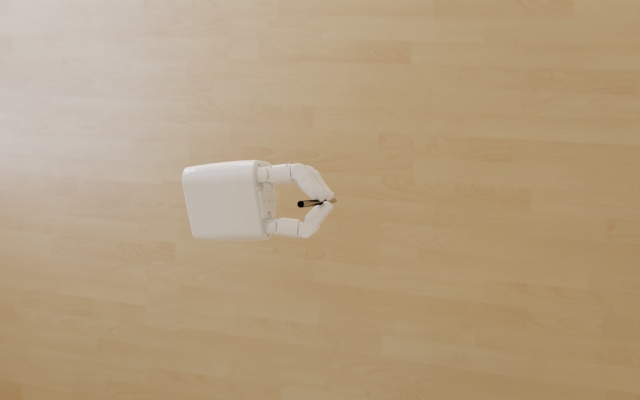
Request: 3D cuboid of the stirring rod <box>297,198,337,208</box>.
[{"bbox_3d":[0.000,0.002,0.648,0.011,0.011,0.239,0,1,11],"label":"stirring rod"}]
